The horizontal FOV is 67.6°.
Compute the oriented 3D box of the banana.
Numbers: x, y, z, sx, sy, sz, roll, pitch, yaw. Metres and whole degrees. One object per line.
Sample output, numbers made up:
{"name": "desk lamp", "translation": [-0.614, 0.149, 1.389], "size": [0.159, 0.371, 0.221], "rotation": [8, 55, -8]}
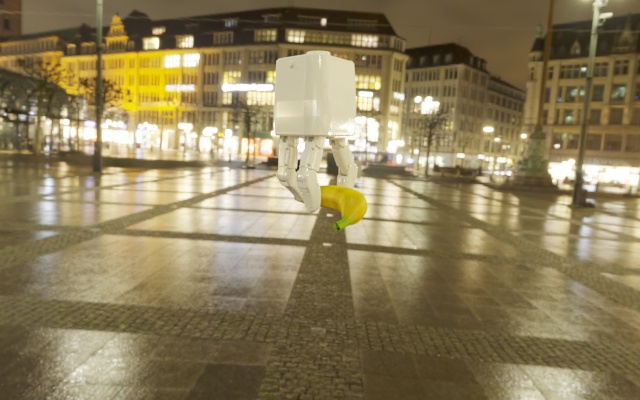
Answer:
{"name": "banana", "translation": [0.019, 0.001, 0.679], "size": [0.069, 0.037, 0.197], "rotation": [-7, 12, -17]}
